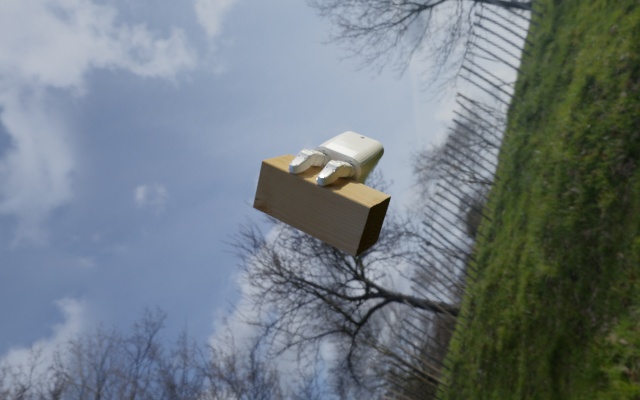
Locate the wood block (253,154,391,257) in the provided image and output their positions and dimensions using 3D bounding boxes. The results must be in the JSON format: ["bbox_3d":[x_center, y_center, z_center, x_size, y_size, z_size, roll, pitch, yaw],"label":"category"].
[{"bbox_3d":[0.000,0.003,0.807,0.206,0.091,0.090,24,24,24],"label":"wood block"}]
